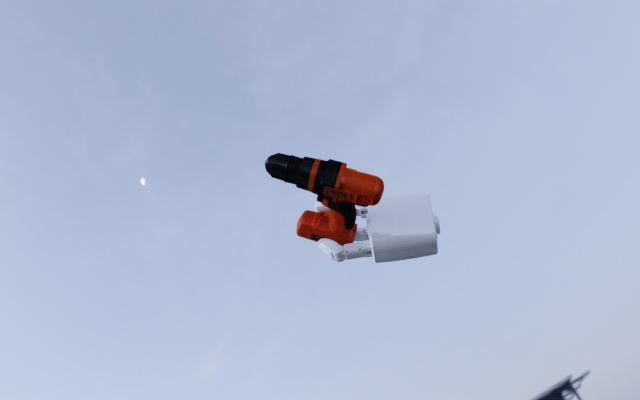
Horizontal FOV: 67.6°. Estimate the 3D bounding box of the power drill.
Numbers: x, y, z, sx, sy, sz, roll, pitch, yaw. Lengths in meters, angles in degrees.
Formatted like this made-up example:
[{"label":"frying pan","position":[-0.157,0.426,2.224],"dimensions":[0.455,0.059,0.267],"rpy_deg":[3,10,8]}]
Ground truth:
[{"label":"power drill","position":[0.000,0.003,0.779],"dimensions":[0.184,0.057,0.188],"rpy_deg":[16,-31,6]}]
